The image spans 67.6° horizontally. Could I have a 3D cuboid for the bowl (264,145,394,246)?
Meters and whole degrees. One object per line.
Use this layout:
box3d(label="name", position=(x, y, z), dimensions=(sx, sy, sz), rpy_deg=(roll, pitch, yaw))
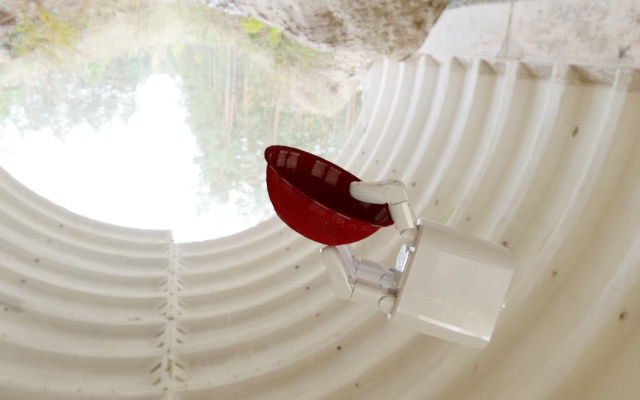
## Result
box3d(label="bowl", position=(-0.001, 0.001, 0.530), dimensions=(0.162, 0.055, 0.162), rpy_deg=(26, 19, -10))
